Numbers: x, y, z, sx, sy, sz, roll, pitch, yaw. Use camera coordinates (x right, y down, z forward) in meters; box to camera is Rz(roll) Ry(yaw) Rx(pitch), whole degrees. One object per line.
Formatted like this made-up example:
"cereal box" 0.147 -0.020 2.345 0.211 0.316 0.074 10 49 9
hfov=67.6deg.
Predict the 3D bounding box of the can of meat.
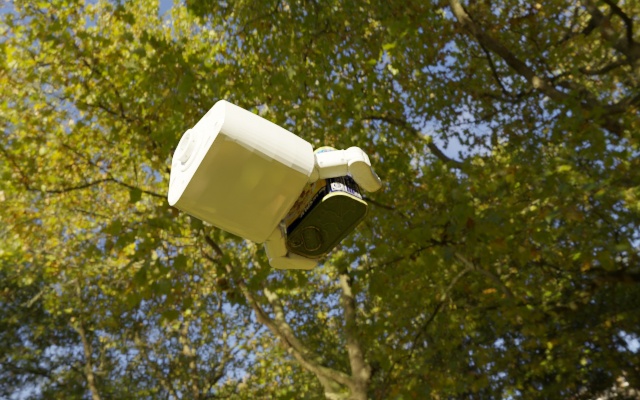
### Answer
"can of meat" 0.000 0.002 0.543 0.057 0.083 0.102 23 -54 -30
